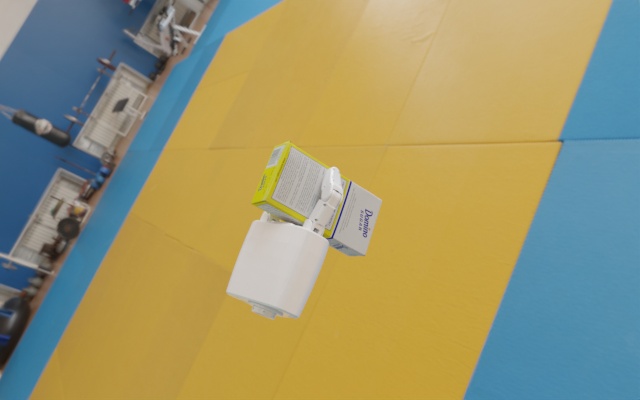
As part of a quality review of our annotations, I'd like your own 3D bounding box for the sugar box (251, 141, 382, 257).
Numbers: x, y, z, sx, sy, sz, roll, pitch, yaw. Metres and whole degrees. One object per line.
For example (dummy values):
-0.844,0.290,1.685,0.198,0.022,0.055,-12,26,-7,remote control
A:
0.000,0.002,0.665,0.176,0.093,0.048,32,-23,-29,sugar box
